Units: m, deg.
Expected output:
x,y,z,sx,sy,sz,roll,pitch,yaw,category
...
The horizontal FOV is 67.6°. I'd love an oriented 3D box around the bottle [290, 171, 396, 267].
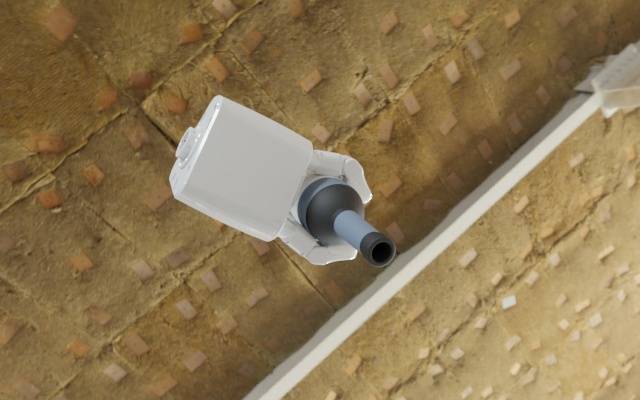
x,y,z,sx,sy,sz,roll,pitch,yaw,category
0.000,0.002,0.532,0.069,0.069,0.295,0,17,-21,bottle
